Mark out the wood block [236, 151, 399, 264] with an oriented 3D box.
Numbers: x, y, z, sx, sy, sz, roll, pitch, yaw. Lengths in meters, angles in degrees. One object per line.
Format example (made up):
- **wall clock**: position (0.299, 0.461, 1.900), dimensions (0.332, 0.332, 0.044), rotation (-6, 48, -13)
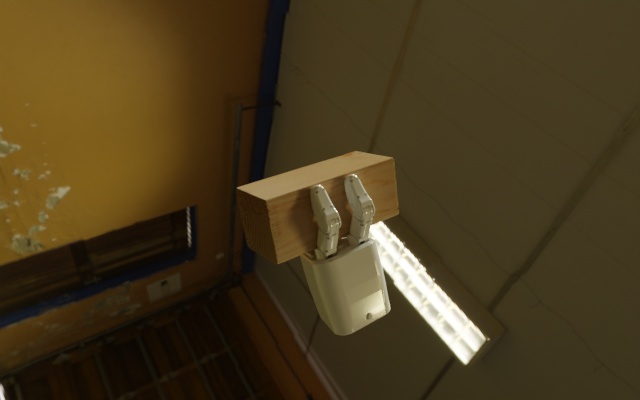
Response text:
- **wood block**: position (0.000, 0.002, 0.667), dimensions (0.206, 0.090, 0.091), rotation (-20, 21, -30)
